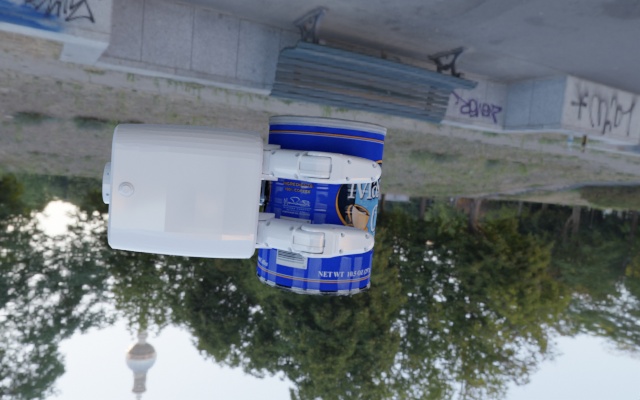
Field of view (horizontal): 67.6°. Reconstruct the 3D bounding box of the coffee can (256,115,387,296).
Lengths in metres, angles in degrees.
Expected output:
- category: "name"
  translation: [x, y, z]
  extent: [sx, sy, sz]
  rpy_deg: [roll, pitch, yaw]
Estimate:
- category: "coffee can"
  translation: [0.000, 0.001, 0.422]
  extent: [0.103, 0.140, 0.103]
  rpy_deg: [5, 5, 0]
